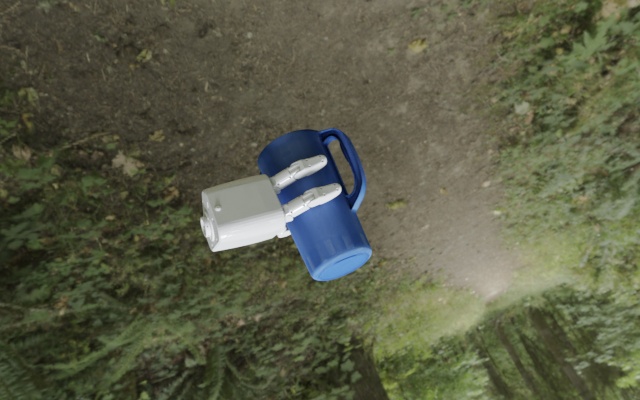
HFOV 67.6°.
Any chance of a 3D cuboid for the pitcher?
[{"bbox_3d":[0.000,0.003,0.815,0.145,0.242,0.149,-14,-26,-24],"label":"pitcher"}]
